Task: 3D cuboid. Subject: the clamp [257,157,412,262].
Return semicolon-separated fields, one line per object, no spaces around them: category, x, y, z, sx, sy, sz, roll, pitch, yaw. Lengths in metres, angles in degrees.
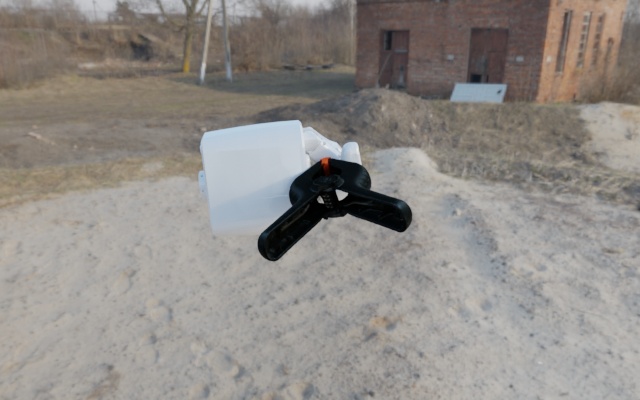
clamp;0.000;0.001;0.427;0.120;0.039;0.171;-11;19;-6
